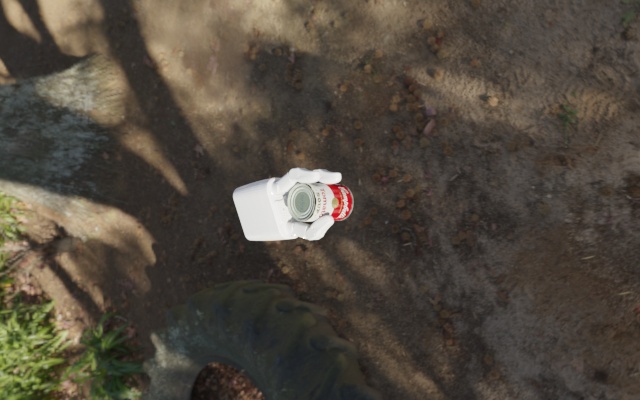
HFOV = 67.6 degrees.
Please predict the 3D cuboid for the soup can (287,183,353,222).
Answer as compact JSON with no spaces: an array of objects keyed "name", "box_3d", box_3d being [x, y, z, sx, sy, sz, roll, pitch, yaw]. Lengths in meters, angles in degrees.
[{"name":"soup can","box_3d":[0.000,0.003,0.838,0.068,0.068,0.102,0,0,42]}]
